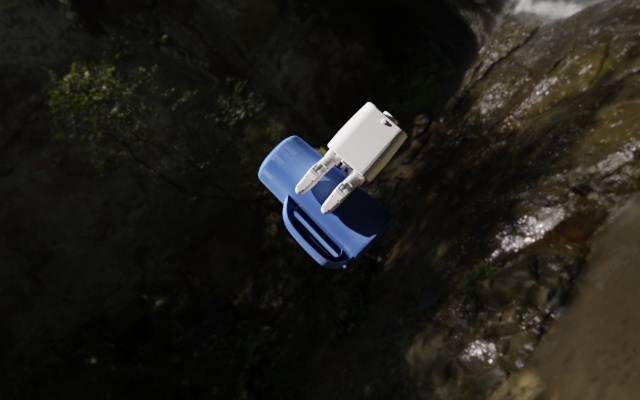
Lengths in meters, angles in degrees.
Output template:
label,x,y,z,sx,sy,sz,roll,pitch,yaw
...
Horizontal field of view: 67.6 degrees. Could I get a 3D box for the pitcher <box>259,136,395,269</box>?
label,x,y,z,sx,sy,sz,roll,pitch,yaw
pitcher,0.000,0.003,0.866,0.243,0.145,0.149,42,6,7
